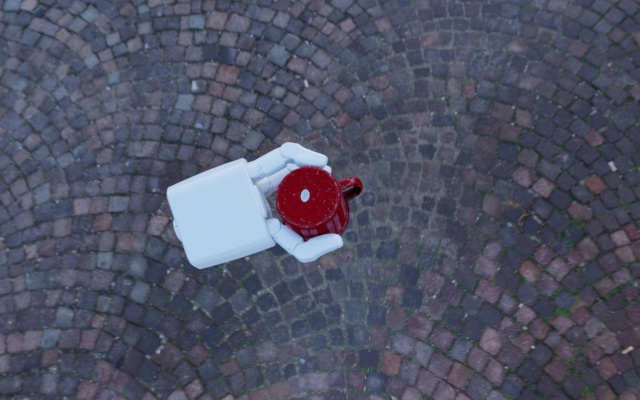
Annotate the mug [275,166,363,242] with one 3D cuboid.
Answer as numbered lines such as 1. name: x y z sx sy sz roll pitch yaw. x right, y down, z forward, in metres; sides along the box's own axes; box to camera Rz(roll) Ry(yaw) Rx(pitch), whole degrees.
1. mug: 0.001 0.001 0.609 0.117 0.093 0.081 -22 -18 0
